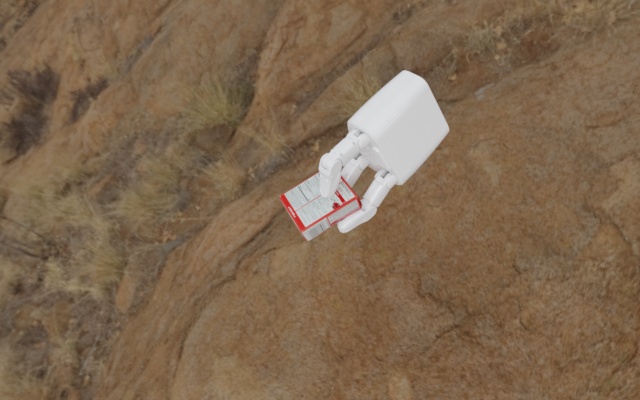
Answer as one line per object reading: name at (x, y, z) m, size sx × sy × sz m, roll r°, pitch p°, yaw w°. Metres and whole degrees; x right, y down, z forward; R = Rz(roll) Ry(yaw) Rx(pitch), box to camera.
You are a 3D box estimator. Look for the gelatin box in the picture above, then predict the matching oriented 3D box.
gelatin box at (0.000, 0.002, 0.644) m, size 0.089 × 0.073 × 0.030 m, roll -32°, pitch -38°, yaw -5°
